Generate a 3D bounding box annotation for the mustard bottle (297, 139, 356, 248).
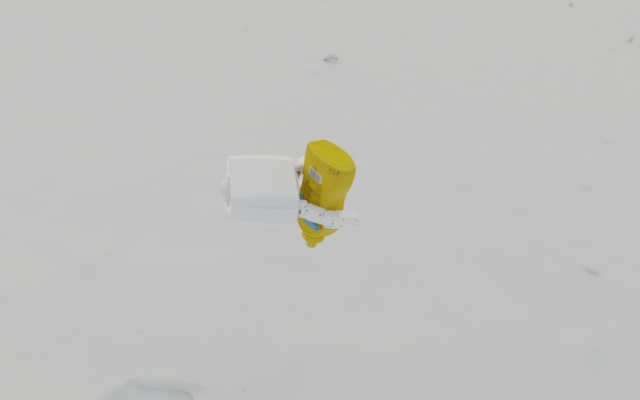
[{"bbox_3d":[0.000,0.002,0.794,0.058,0.192,0.096,-16,44,-35],"label":"mustard bottle"}]
